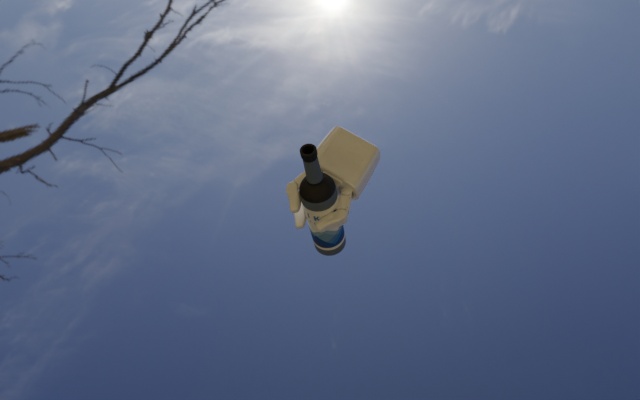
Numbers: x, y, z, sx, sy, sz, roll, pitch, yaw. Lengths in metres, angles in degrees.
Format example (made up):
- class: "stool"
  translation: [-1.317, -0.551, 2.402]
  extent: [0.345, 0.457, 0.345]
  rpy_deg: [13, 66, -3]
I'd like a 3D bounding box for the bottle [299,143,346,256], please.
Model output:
- class: "bottle"
  translation: [0.000, 0.003, 0.875]
  extent: [0.069, 0.069, 0.296]
  rpy_deg: [0, -35, 9]
